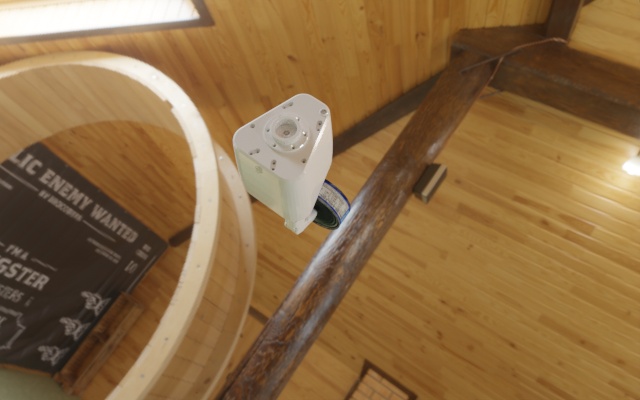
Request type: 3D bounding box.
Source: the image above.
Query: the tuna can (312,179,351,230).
[{"bbox_3d":[0.000,0.002,0.684,0.086,0.033,0.086,31,-23,15],"label":"tuna can"}]
